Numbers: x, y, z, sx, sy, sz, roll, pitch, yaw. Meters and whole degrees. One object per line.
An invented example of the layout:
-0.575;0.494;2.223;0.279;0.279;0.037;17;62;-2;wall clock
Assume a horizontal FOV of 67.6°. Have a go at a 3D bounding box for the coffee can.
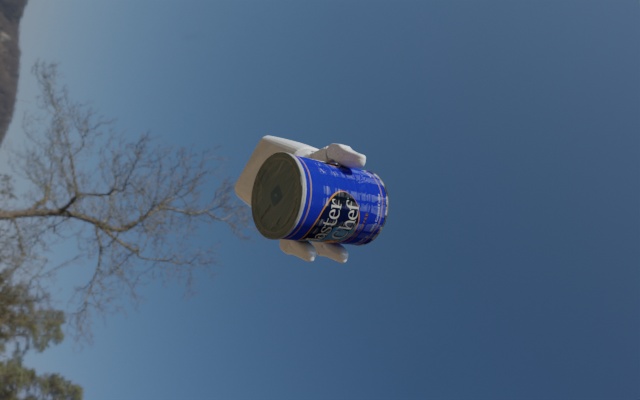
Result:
0.000;0.002;0.596;0.140;0.103;0.103;9;-6;-40;coffee can
